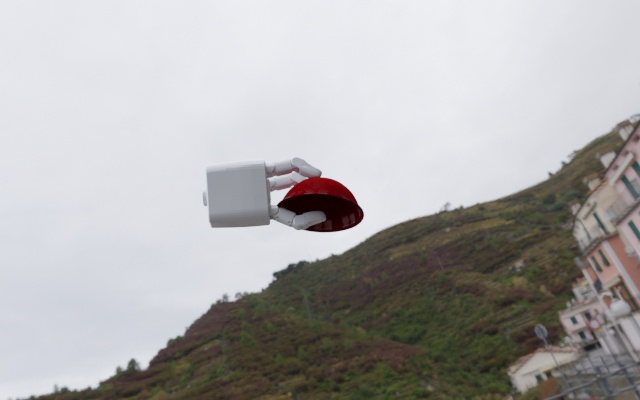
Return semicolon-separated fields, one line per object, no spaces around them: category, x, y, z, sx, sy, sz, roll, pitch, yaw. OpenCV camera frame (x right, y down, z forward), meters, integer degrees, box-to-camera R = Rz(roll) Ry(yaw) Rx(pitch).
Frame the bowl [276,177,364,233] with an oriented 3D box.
bowl;0.001;0.003;0.875;0.162;0.055;0.162;3;-27;2
